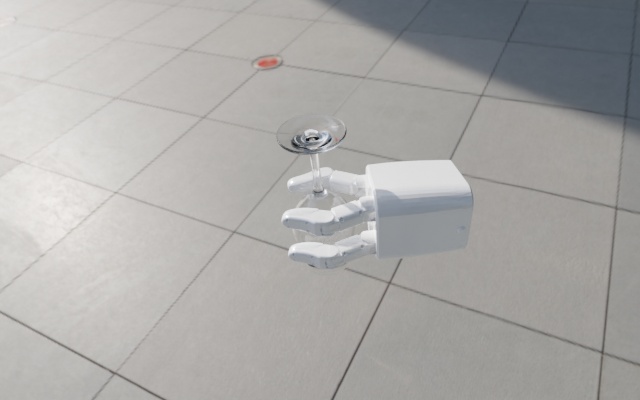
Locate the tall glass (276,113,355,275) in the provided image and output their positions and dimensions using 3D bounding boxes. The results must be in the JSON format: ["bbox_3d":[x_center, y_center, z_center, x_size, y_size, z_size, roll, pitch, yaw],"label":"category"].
[{"bbox_3d":[0.000,0.001,0.565,0.079,0.201,0.079,-4,42,3],"label":"tall glass"}]
